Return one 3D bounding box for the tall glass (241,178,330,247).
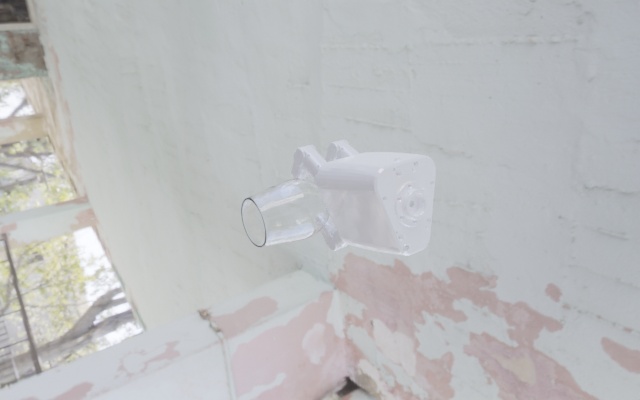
[{"bbox_3d":[0.001,0.002,0.623,0.201,0.079,0.079,-17,9,-32],"label":"tall glass"}]
